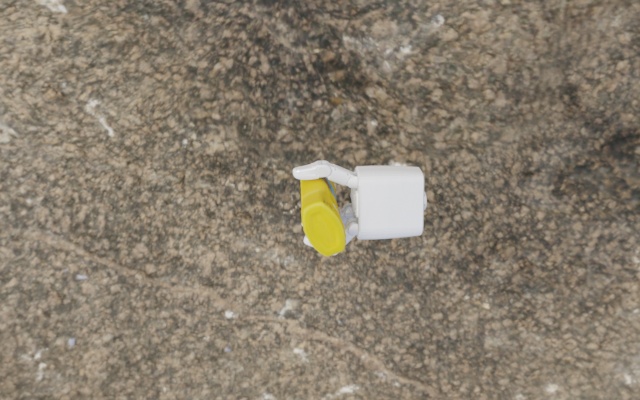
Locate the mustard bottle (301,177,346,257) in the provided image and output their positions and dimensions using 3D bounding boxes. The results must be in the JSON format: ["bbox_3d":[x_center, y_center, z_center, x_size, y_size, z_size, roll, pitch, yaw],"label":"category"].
[{"bbox_3d":[0.000,0.003,0.782,0.058,0.096,0.191,-23,26,8],"label":"mustard bottle"}]
